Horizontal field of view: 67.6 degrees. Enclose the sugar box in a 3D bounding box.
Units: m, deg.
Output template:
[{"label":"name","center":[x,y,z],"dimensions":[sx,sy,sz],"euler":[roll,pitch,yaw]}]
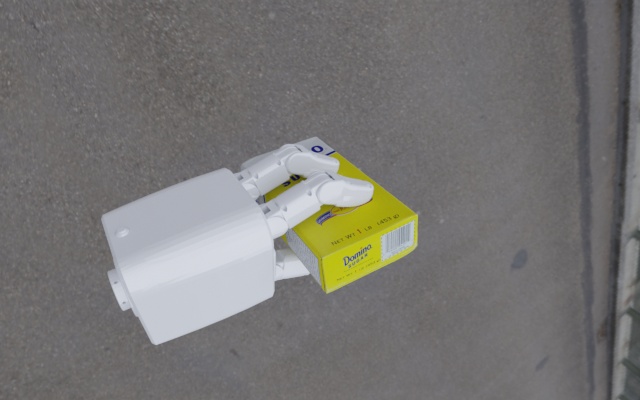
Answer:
[{"label":"sugar box","center":[0.000,0.001,0.443],"dimensions":[0.093,0.048,0.176],"euler":[-22,40,-21]}]
